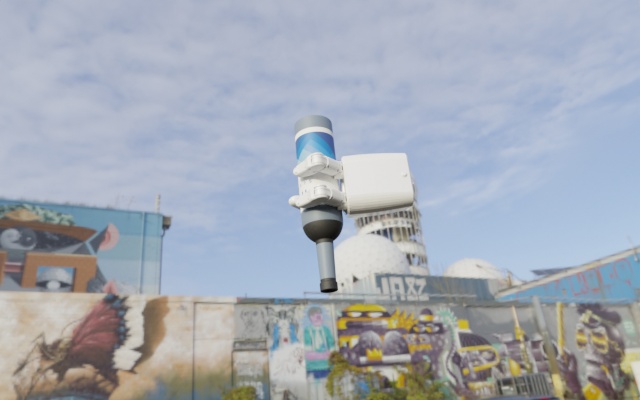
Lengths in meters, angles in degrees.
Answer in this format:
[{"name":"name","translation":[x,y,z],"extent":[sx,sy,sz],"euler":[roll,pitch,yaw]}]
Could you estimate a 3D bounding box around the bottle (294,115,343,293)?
[{"name":"bottle","translation":[0.000,0.002,0.778],"extent":[0.069,0.295,0.069],"euler":[-5,-24,-2]}]
